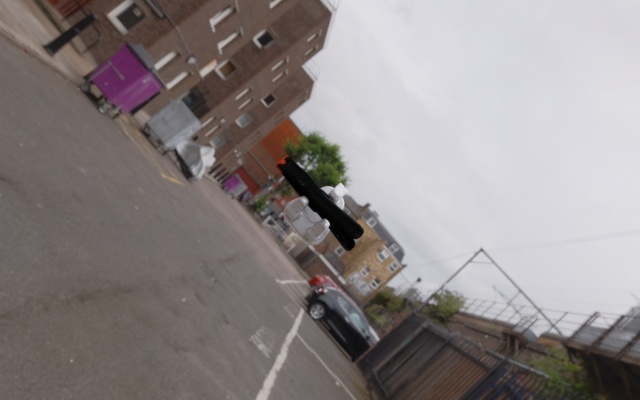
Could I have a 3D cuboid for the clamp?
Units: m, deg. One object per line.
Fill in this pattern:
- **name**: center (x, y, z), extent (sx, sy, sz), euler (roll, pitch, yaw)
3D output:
- **clamp**: center (0.000, 0.002, 0.842), extent (0.036, 0.210, 0.164), euler (-41, -2, -11)
